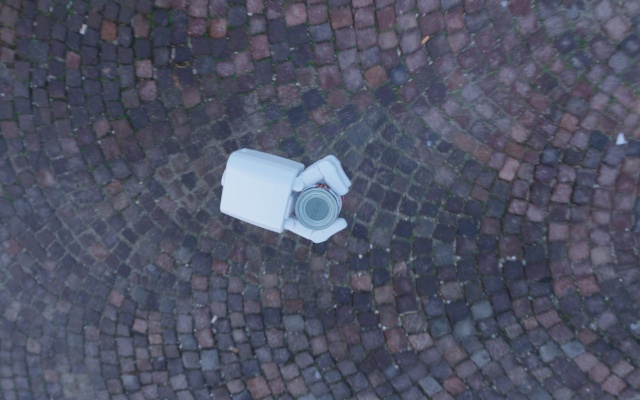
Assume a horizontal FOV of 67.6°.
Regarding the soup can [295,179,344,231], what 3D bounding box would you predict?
[{"bbox_3d":[0.001,0.003,0.749,0.068,0.068,0.102,0,12,7],"label":"soup can"}]
